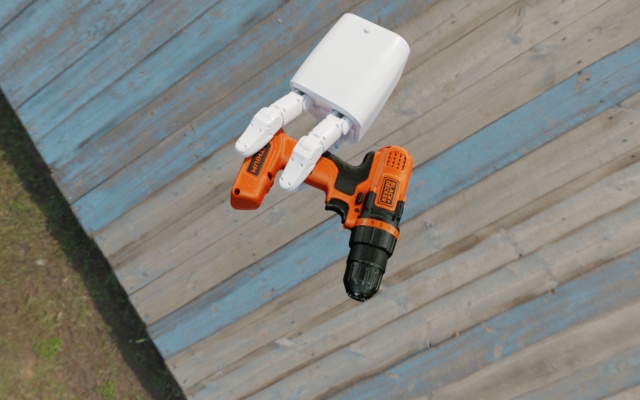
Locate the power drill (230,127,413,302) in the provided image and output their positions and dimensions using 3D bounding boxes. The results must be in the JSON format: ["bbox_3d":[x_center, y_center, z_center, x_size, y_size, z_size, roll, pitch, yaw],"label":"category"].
[{"bbox_3d":[0.000,0.001,0.532,0.187,0.184,0.057,19,-24,-1],"label":"power drill"}]
